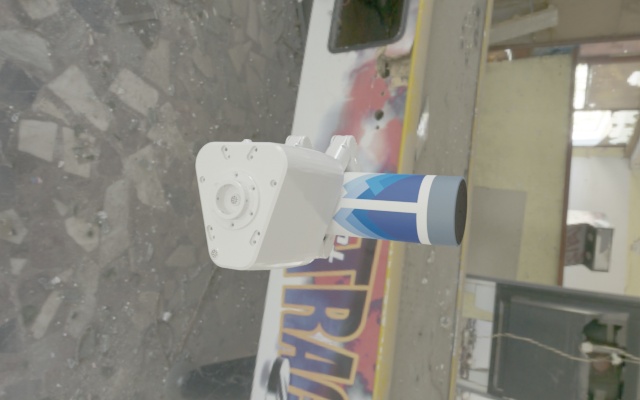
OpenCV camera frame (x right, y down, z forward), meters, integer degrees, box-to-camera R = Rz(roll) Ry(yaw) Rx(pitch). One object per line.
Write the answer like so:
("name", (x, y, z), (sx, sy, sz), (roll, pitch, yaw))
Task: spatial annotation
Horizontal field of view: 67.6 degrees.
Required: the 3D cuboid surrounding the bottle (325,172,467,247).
("bottle", (0.000, 0.002, 0.512), (0.295, 0.069, 0.069), (4, 2, 26))
